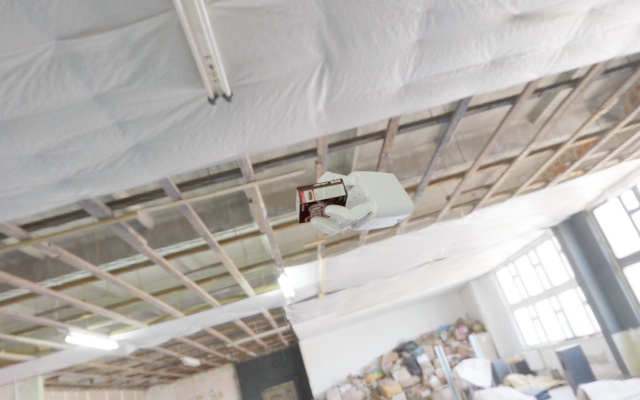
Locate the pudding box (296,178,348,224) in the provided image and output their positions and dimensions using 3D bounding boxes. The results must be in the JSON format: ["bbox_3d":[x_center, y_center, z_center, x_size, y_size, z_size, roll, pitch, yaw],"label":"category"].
[{"bbox_3d":[0.000,0.003,0.895,0.090,0.039,0.113,-12,-22,-7],"label":"pudding box"}]
